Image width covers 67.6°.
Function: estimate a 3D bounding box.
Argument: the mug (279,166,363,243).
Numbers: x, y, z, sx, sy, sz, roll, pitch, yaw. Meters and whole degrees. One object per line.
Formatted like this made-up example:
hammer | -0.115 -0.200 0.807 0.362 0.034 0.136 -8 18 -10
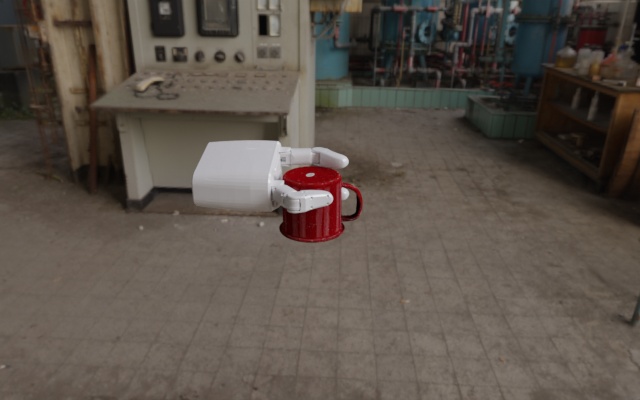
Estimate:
mug | 0.002 0.002 0.661 0.117 0.081 0.093 1 22 3
